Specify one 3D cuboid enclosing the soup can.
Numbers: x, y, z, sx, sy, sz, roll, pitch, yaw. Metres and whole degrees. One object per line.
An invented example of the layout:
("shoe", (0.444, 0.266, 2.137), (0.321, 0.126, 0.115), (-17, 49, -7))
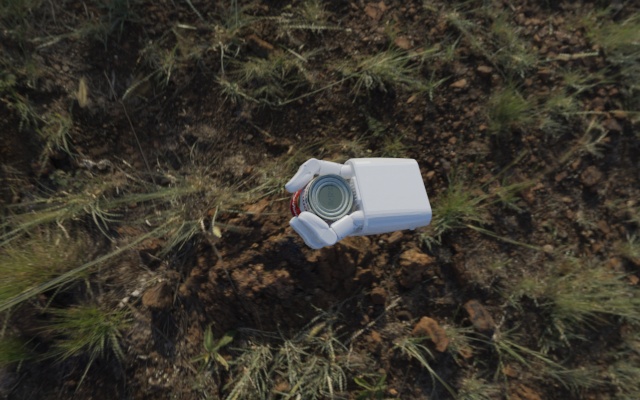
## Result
("soup can", (0.000, 0.002, 0.697), (0.068, 0.068, 0.102), (0, -8, -17))
